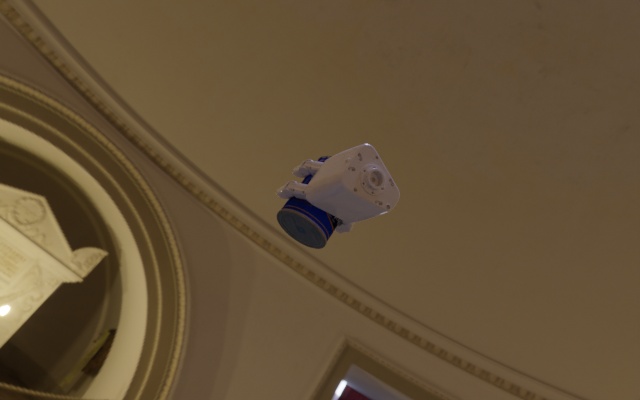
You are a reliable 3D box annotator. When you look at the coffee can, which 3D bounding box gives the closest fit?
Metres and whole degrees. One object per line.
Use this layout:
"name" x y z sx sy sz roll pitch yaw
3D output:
"coffee can" 0.000 0.003 0.877 0.103 0.140 0.103 27 -29 16
